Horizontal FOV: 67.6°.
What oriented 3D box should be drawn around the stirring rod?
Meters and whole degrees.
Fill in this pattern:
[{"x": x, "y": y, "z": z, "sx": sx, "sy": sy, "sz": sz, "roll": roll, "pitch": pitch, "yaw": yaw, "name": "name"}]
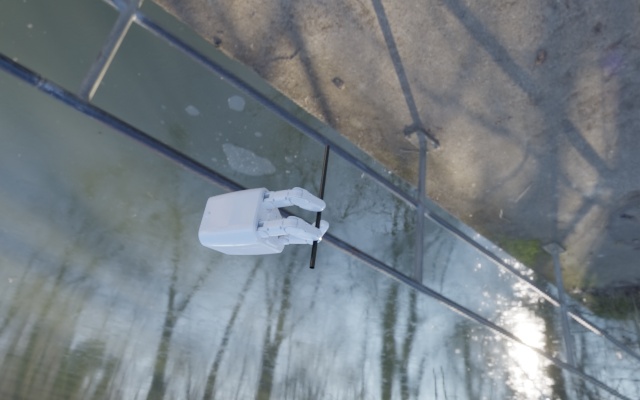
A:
[{"x": 0.000, "y": 0.003, "z": 0.787, "sx": 0.011, "sy": 0.239, "sz": 0.011, "roll": 5, "pitch": -34, "yaw": 3, "name": "stirring rod"}]
